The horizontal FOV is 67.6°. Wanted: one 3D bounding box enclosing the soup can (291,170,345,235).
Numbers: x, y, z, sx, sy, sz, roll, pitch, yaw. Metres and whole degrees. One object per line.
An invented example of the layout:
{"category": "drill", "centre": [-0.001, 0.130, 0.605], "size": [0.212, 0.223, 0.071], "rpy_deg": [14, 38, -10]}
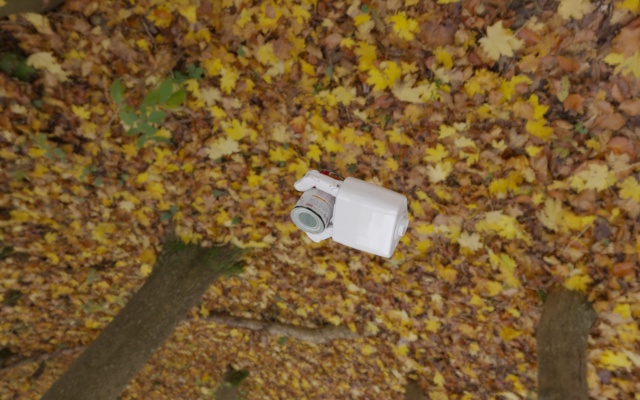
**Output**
{"category": "soup can", "centre": [0.000, 0.003, 0.848], "size": [0.068, 0.068, 0.102], "rpy_deg": [0, 41, 37]}
